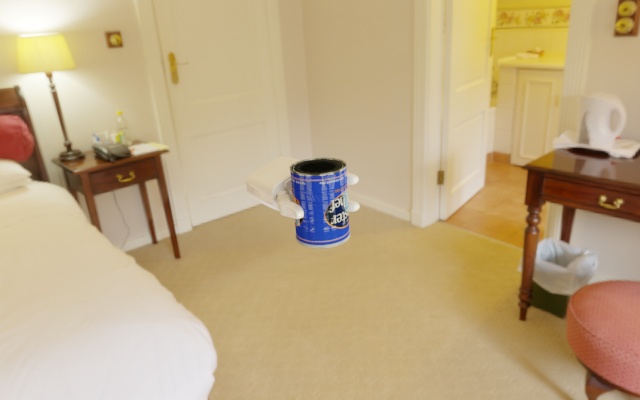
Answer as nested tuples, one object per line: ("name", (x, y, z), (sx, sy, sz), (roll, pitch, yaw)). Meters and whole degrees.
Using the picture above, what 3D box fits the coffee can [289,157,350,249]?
("coffee can", (0.000, 0.003, 0.871), (0.103, 0.140, 0.102), (-3, 21, 1))
